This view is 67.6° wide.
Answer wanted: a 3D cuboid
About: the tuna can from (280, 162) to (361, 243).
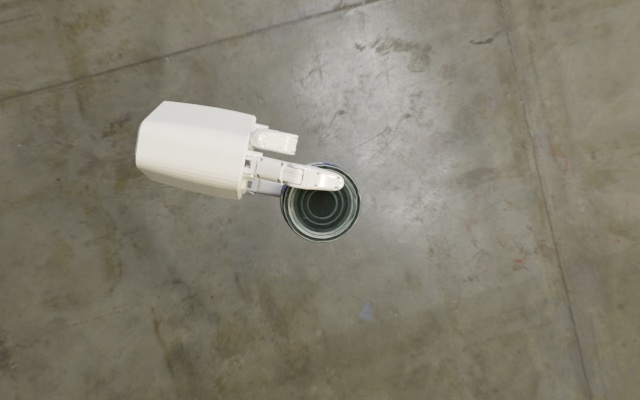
[{"bbox_3d":[0.000,0.002,0.513,0.086,0.086,0.033,0,7,-9],"label":"tuna can"}]
